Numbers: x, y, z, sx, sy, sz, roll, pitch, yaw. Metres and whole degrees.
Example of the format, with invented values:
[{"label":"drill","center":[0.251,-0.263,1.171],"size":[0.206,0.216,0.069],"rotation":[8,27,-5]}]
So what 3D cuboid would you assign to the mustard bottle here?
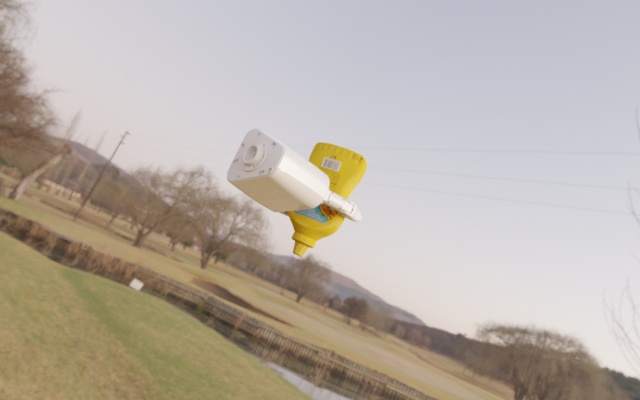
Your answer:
[{"label":"mustard bottle","center":[0.000,0.002,0.794],"size":[0.096,0.191,0.058],"rotation":[20,-11,20]}]
